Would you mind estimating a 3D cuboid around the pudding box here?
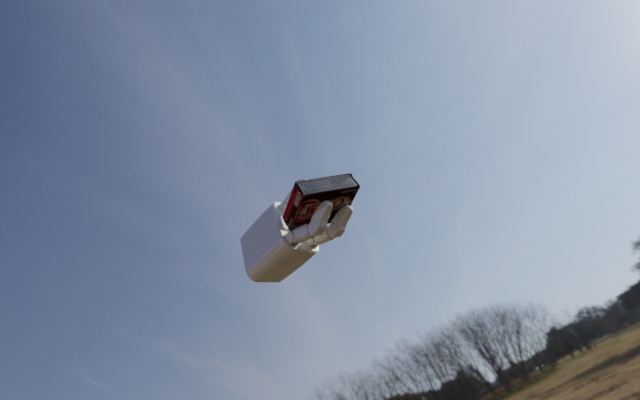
[{"bbox_3d":[0.000,0.003,0.804,0.113,0.039,0.090,-13,-35,-31],"label":"pudding box"}]
